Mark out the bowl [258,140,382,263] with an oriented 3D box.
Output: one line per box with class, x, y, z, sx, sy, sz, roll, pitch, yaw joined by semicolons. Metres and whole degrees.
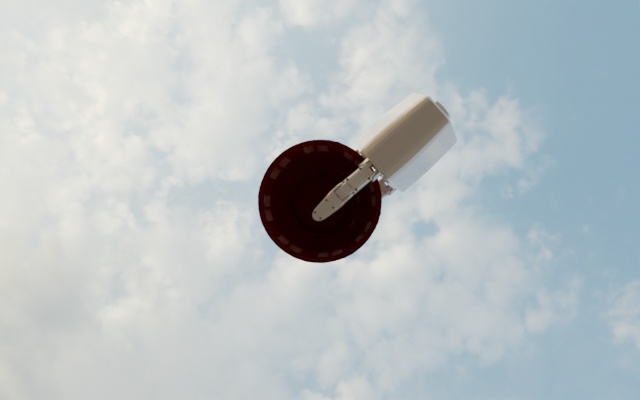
bowl;-0.001;0.003;0.645;0.162;0.162;0.055;0;-4;3
